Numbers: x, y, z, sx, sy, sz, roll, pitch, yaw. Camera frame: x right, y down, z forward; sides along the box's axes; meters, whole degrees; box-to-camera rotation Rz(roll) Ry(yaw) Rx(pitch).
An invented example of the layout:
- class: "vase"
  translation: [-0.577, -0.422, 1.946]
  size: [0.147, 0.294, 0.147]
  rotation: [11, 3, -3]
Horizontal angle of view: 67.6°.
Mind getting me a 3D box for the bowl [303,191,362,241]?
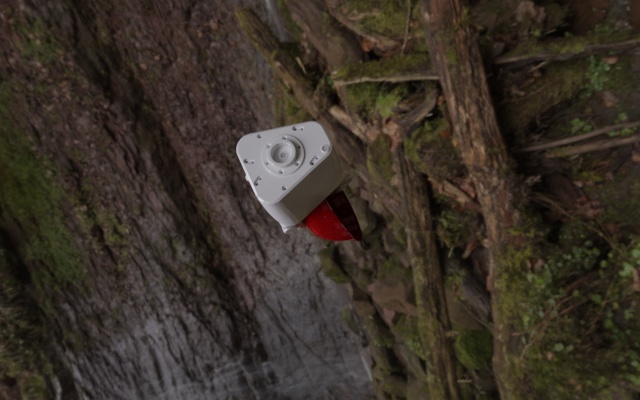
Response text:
- class: "bowl"
  translation: [0.000, 0.003, 0.727]
  size: [0.055, 0.162, 0.162]
  rotation: [-30, -7, 12]
